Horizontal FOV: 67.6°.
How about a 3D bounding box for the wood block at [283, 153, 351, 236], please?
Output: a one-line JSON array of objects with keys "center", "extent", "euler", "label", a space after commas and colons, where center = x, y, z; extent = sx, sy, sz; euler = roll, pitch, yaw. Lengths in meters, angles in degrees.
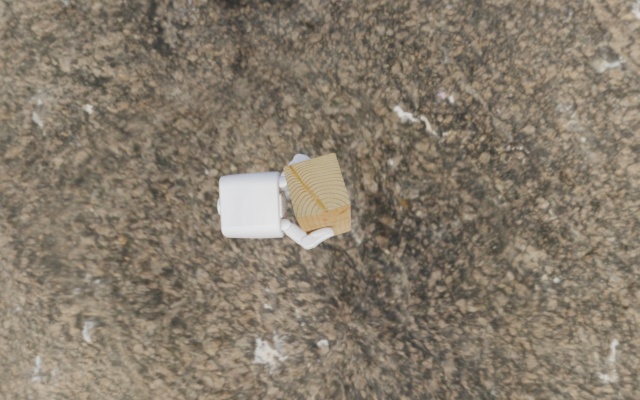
[{"center": [0.000, 0.003, 0.846], "extent": [0.090, 0.090, 0.206], "euler": [-15, -15, 0], "label": "wood block"}]
